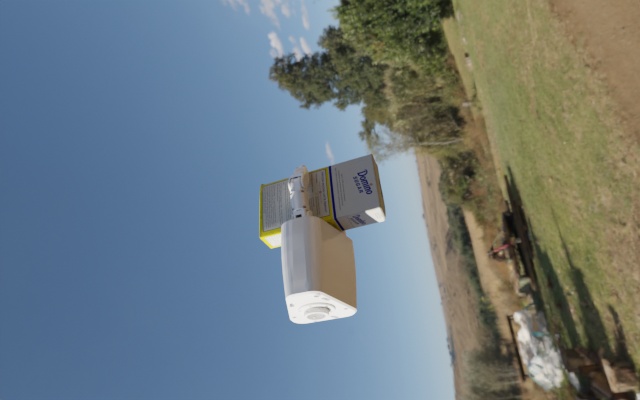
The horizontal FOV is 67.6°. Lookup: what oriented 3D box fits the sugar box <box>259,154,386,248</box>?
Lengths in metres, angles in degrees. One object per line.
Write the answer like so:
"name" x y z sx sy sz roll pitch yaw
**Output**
"sugar box" 0.000 0.003 0.680 0.176 0.093 0.048 -13 -33 13
